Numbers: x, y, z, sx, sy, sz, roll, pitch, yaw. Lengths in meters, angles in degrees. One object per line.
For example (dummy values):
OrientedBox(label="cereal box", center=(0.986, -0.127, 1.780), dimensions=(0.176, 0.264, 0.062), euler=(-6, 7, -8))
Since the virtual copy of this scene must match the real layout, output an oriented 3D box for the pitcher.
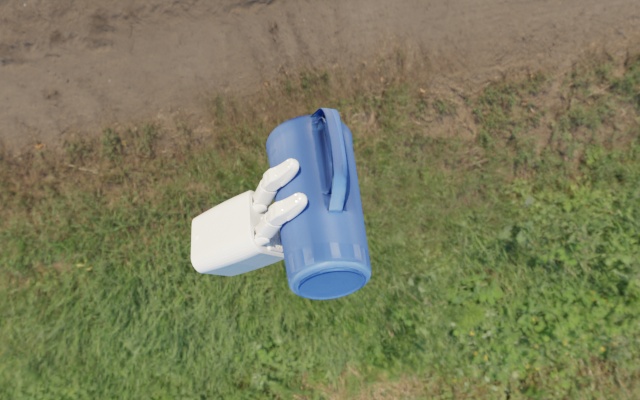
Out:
OrientedBox(label="pitcher", center=(0.000, 0.002, 0.664), dimensions=(0.145, 0.242, 0.149), euler=(-22, -35, 19))
